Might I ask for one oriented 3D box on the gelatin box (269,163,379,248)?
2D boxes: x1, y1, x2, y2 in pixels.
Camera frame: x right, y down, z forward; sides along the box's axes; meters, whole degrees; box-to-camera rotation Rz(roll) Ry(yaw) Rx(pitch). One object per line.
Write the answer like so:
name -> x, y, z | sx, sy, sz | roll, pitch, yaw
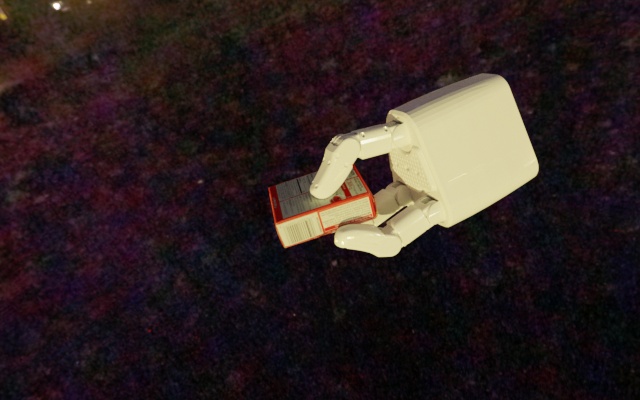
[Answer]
gelatin box -> 0.000, 0.001, 0.441 | 0.089, 0.030, 0.073 | -18, 30, -2
